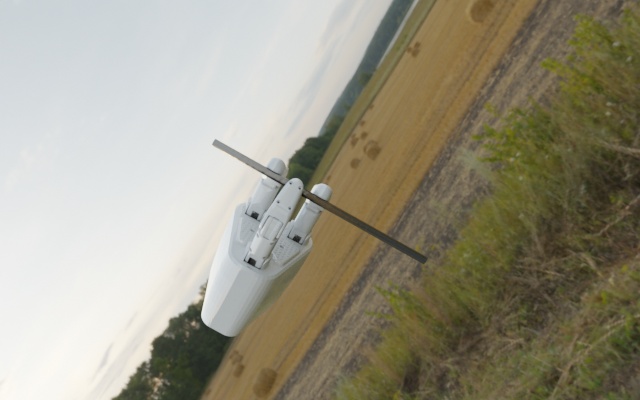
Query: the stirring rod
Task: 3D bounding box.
[{"bbox_3d":[0.000,0.002,0.473,0.239,0.011,0.011,29,-1,-2],"label":"stirring rod"}]
